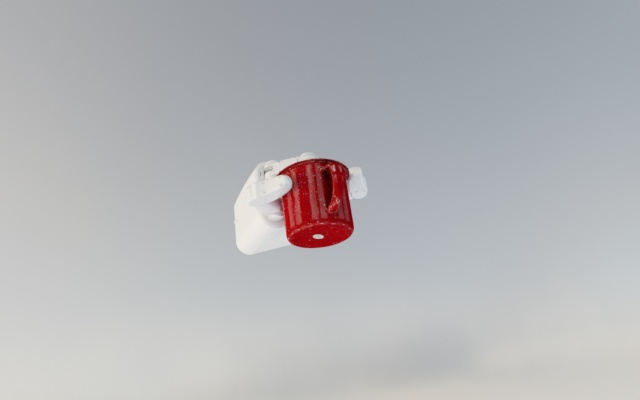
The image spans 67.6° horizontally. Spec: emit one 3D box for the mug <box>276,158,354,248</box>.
[{"bbox_3d":[0.001,0.001,0.567,0.093,0.081,0.117,5,-29,-25],"label":"mug"}]
